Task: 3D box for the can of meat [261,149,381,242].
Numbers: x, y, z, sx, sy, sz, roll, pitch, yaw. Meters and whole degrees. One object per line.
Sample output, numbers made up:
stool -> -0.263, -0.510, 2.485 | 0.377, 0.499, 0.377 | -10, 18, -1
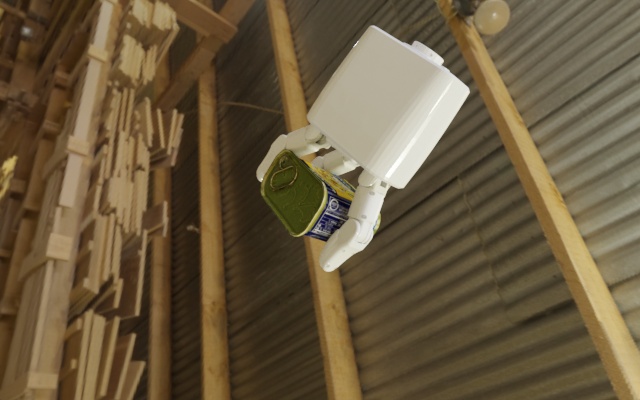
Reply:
can of meat -> 0.000, 0.002, 0.483 | 0.084, 0.057, 0.102 | 21, 17, -40
